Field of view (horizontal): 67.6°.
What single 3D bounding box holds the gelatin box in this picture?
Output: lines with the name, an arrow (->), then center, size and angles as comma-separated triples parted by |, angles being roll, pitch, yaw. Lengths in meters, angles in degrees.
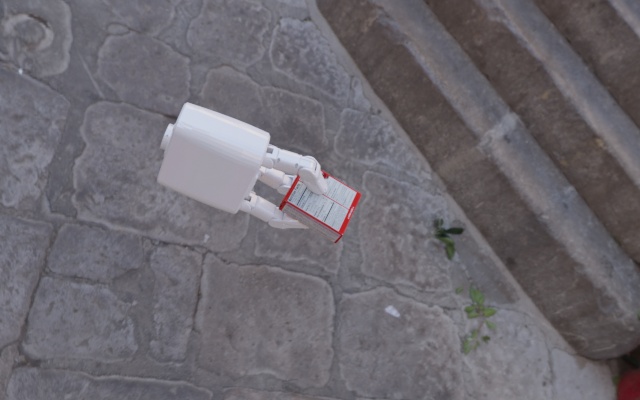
gelatin box -> 0.001, 0.002, 0.626 | 0.089, 0.073, 0.030 | 30, -35, -5
